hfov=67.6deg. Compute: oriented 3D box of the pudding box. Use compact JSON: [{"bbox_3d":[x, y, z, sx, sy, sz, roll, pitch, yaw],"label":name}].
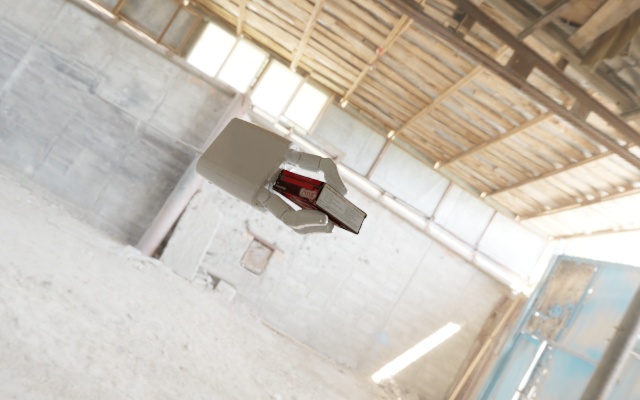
[{"bbox_3d":[0.000,0.002,0.676,0.090,0.039,0.113,21,-8,44],"label":"pudding box"}]
